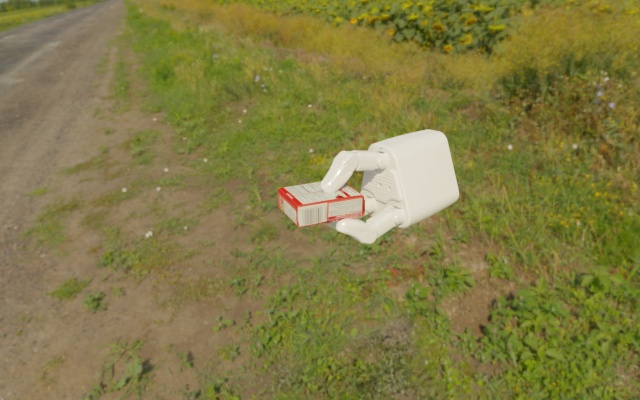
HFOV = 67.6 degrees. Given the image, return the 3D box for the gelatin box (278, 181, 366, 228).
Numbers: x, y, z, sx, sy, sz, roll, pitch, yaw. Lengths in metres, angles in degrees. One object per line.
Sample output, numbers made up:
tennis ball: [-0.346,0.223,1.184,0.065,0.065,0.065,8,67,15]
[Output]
gelatin box: [0.000,0.002,0.591,0.089,0.030,0.073,-9,22,-22]
